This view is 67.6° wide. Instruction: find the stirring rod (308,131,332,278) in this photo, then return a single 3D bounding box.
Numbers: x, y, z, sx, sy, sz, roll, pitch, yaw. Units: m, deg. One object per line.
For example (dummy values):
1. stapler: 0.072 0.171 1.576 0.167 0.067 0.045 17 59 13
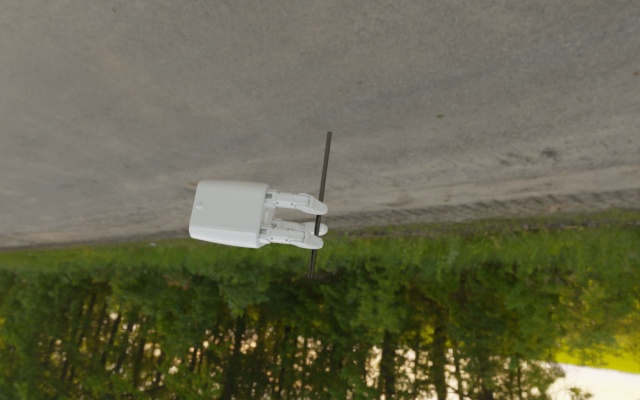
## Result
1. stirring rod: 0.000 0.002 0.755 0.011 0.239 0.011 7 -15 2
